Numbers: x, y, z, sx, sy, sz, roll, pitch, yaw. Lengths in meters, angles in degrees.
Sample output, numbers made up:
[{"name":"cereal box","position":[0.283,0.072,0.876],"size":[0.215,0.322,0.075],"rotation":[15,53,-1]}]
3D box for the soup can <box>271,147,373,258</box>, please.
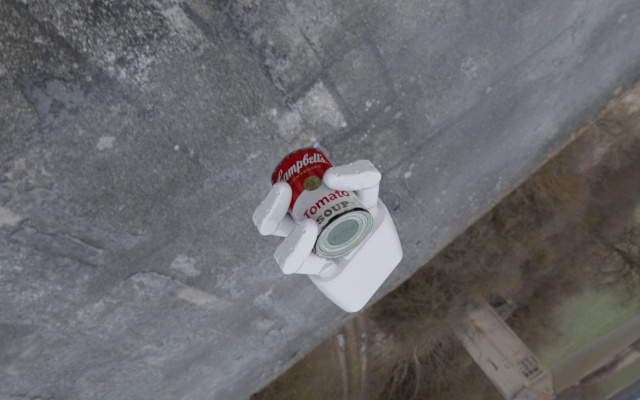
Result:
[{"name":"soup can","position":[0.000,0.001,0.494],"size":[0.068,0.068,0.102],"rotation":[0,41,-38]}]
